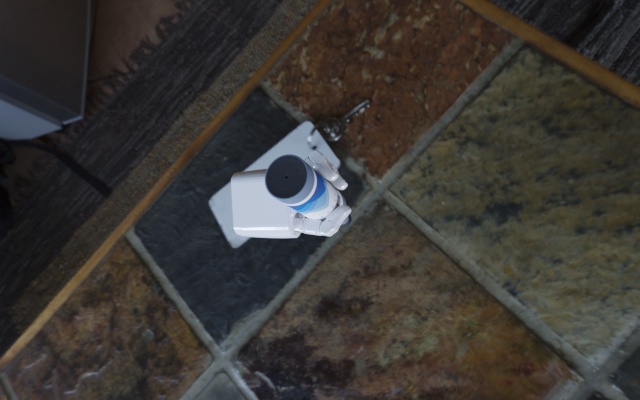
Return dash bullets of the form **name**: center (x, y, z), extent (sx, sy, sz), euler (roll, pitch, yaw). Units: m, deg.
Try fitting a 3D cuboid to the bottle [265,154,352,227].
- **bottle**: center (0.000, 0.003, 0.793), extent (0.069, 0.069, 0.296), euler (0, -14, 19)
